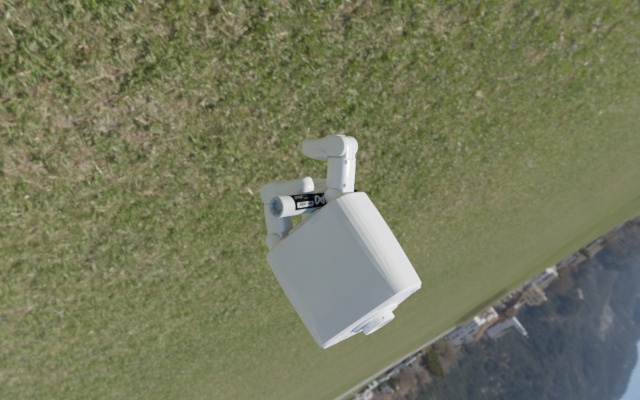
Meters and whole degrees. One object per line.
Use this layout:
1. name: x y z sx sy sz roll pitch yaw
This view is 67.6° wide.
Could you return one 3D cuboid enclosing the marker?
1. marker: 0.000 0.001 0.466 0.020 0.020 0.121 0 4 41
